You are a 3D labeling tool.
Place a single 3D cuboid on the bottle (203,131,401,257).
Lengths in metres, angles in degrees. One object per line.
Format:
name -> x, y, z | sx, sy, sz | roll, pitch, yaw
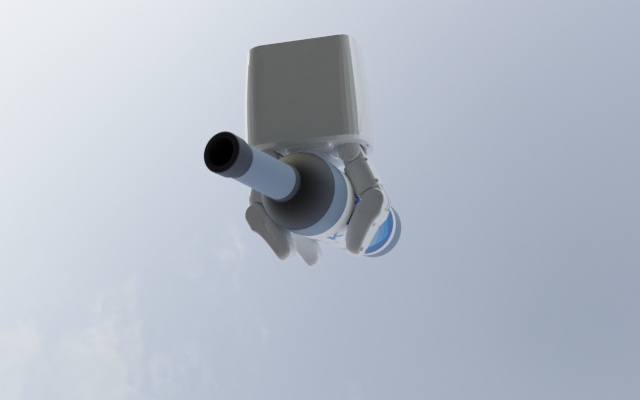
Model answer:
bottle -> 0.000, 0.002, 0.424 | 0.069, 0.069, 0.296 | 0, -12, 25
